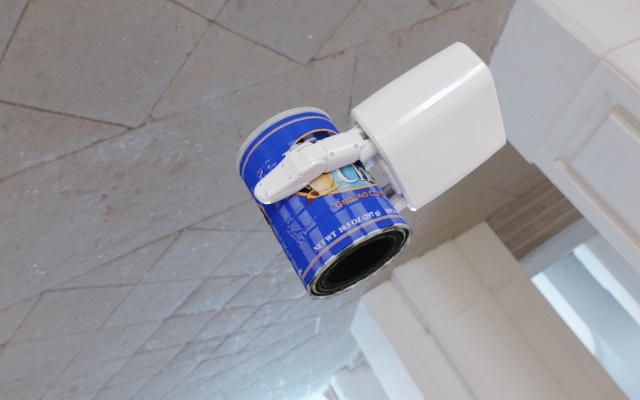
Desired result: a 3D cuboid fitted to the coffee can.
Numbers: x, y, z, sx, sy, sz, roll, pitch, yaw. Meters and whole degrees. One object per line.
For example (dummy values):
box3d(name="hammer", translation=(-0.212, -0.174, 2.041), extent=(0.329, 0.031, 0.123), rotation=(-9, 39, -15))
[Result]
box3d(name="coffee can", translation=(0.000, 0.001, 0.427), extent=(0.103, 0.140, 0.103), rotation=(-26, -27, -14))
